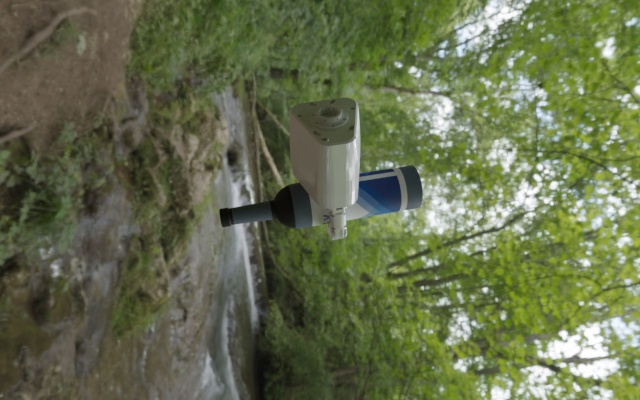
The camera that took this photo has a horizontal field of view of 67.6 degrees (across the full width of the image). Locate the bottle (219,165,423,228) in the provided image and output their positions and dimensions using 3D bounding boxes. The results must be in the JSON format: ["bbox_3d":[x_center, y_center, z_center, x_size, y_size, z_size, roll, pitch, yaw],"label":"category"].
[{"bbox_3d":[0.000,0.002,0.708,0.296,0.069,0.069,-9,1,-8],"label":"bottle"}]
